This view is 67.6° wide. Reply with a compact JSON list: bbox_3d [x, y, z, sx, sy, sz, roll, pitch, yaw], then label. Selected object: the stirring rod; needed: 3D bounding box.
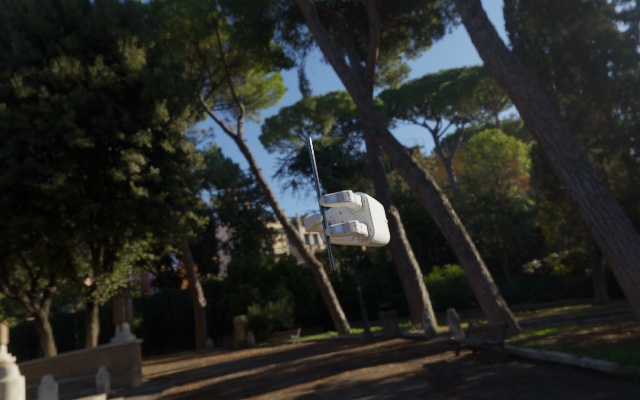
[{"bbox_3d":[0.000,0.003,0.825,0.011,0.239,0.011,-10,-15,-3],"label":"stirring rod"}]
